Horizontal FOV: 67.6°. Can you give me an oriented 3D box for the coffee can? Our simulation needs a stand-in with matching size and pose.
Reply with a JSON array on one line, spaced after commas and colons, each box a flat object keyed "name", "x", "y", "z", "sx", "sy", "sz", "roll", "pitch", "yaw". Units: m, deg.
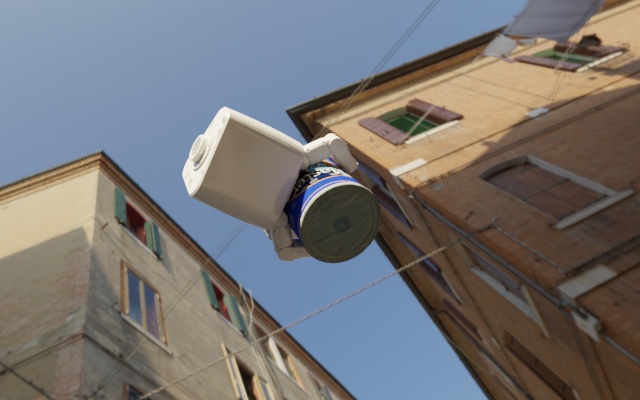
[{"name": "coffee can", "x": 0.000, "y": 0.002, "z": 0.614, "sx": 0.103, "sy": 0.103, "sz": 0.140, "roll": 0, "pitch": 23, "yaw": -23}]
